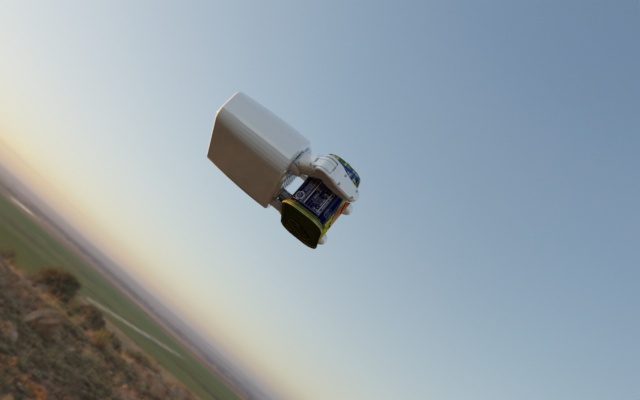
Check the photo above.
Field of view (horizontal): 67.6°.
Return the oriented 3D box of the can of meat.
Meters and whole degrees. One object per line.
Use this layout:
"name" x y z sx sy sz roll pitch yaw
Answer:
"can of meat" 0.000 0.002 0.581 0.057 0.084 0.102 37 -20 8
